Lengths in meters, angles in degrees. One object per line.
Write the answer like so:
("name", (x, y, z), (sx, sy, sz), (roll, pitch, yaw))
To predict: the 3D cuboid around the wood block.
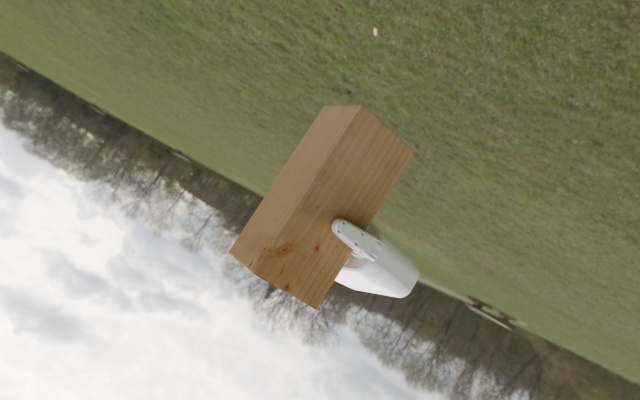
("wood block", (0.000, 0.002, 0.539), (0.090, 0.206, 0.091), (36, -8, -29))
